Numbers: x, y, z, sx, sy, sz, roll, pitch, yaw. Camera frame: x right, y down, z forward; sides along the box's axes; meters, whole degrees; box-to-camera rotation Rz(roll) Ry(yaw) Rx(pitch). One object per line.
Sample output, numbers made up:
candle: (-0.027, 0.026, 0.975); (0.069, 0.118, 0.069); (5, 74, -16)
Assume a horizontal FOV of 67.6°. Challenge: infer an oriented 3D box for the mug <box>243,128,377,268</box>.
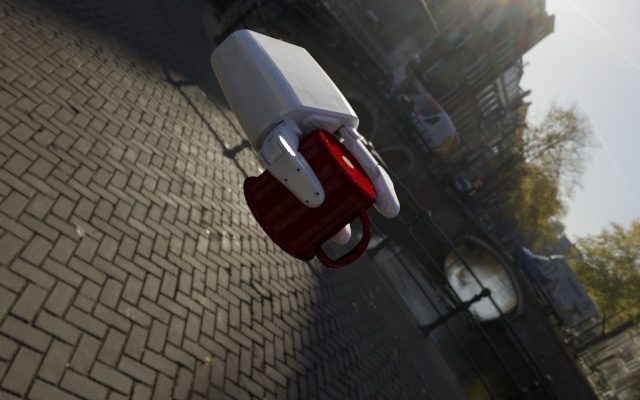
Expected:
mug: (0.001, 0.002, 0.409); (0.081, 0.117, 0.093); (-38, -24, 16)
